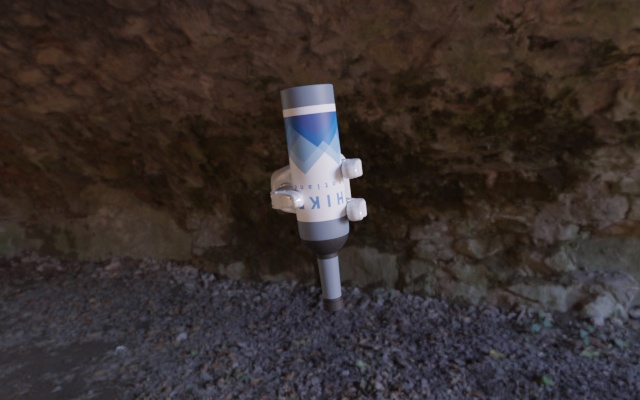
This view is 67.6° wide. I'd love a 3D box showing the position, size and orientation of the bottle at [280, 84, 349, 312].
[{"bbox_3d":[0.000,0.002,0.625,0.069,0.296,0.069,-7,9,1],"label":"bottle"}]
